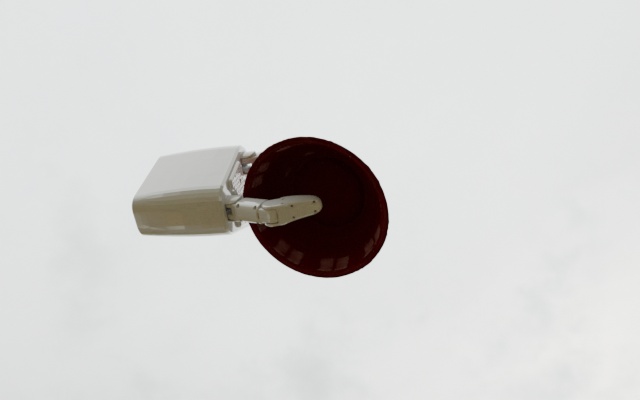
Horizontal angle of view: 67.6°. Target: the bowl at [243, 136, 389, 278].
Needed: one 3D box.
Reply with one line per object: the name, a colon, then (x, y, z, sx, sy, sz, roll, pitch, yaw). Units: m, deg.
bowl: (0.001, 0.002, 0.519, 0.162, 0.162, 0.055, 0, 23, 21)
